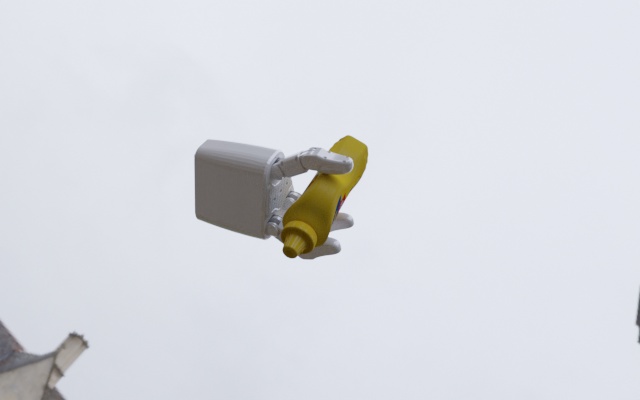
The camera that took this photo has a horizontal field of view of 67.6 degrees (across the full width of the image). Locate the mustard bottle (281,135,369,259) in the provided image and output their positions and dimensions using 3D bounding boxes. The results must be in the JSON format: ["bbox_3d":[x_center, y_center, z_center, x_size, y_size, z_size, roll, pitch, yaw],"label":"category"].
[{"bbox_3d":[0.001,0.002,0.590,0.058,0.096,0.191,32,43,1],"label":"mustard bottle"}]
